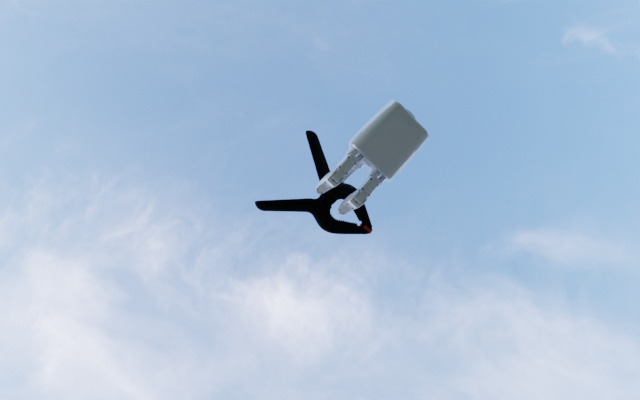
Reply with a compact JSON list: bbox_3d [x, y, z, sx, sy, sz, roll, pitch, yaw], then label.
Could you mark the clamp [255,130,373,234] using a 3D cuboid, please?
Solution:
[{"bbox_3d":[0.001,0.003,0.853,0.210,0.164,0.036,43,1,-13],"label":"clamp"}]
